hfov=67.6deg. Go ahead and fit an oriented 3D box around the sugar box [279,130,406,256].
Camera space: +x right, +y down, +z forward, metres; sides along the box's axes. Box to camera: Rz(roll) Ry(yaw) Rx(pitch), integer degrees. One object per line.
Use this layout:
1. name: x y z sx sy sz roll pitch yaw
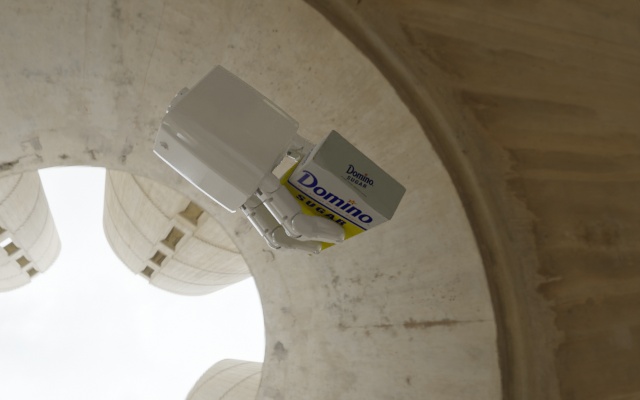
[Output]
1. sugar box: 0.000 0.002 0.503 0.093 0.048 0.176 38 -27 -10
